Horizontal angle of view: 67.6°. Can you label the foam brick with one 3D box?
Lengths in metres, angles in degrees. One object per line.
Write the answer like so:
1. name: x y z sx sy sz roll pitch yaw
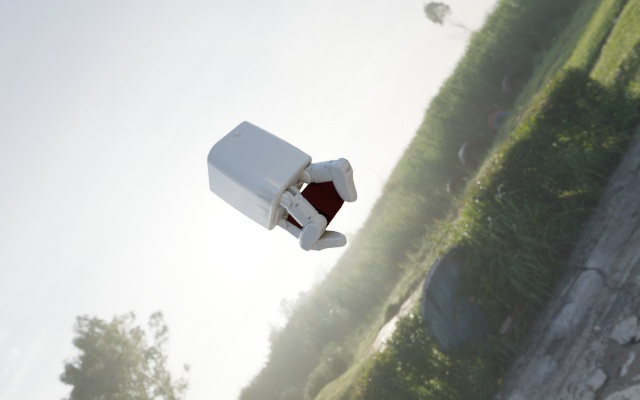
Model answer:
1. foam brick: 0.000 0.002 0.639 0.051 0.053 0.078 32 45 6
